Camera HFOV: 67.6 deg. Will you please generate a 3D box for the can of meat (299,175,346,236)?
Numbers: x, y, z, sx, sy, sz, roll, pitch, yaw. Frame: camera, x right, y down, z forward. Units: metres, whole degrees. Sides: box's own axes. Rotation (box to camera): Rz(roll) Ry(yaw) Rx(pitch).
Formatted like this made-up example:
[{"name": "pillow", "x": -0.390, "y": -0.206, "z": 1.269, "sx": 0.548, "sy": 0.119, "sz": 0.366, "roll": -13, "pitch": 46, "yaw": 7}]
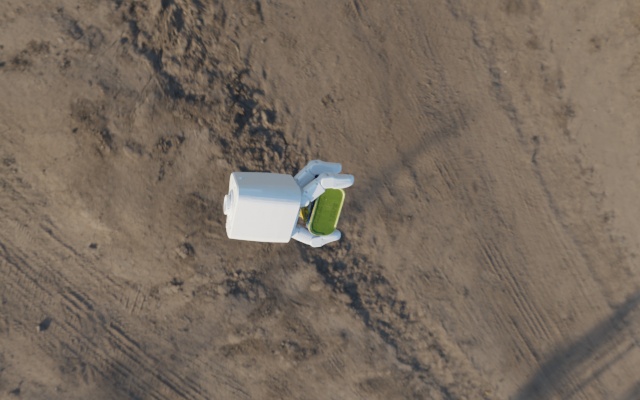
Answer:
[{"name": "can of meat", "x": 0.000, "y": 0.003, "z": 0.857, "sx": 0.057, "sy": 0.102, "sz": 0.084, "roll": 7, "pitch": 20, "yaw": -20}]
